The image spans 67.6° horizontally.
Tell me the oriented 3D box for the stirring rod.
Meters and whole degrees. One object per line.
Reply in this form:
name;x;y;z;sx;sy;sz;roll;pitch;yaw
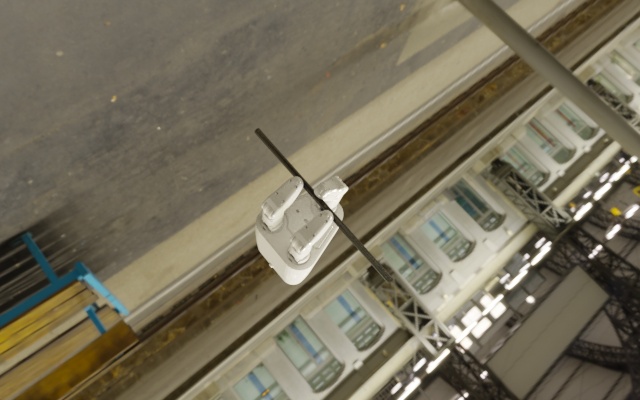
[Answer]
stirring rod;0.000;0.002;0.560;0.011;0.239;0.011;-39;-12;-10
